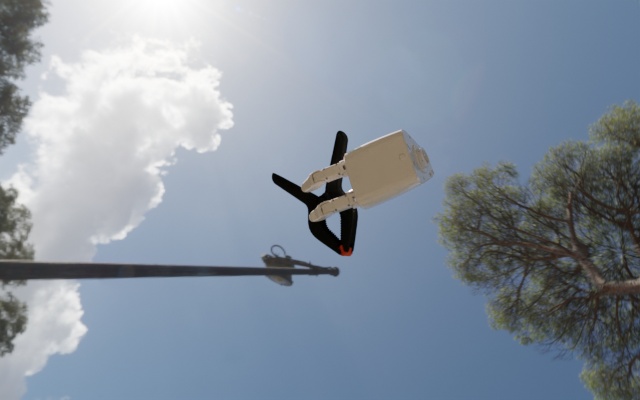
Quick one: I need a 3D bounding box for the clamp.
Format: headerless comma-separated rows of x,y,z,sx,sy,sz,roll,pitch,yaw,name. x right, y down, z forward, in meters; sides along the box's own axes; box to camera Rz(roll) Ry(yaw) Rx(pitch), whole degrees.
0.001,0.003,0.834,0.164,0.210,0.036,-23,-17,26,clamp
